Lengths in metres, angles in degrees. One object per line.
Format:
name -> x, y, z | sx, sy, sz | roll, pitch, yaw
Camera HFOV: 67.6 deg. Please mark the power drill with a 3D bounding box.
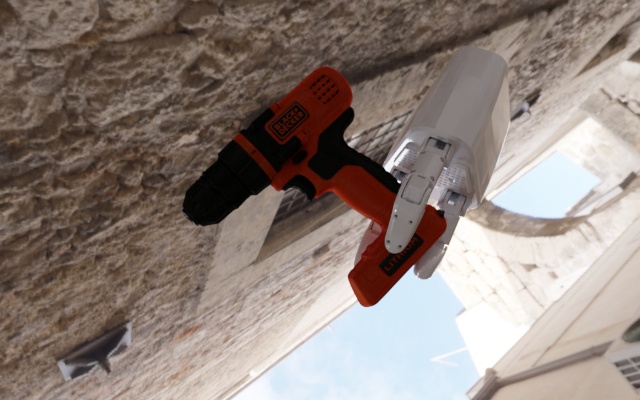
power drill -> 0.001, 0.002, 0.418 | 0.184, 0.187, 0.057 | -44, 0, -5
